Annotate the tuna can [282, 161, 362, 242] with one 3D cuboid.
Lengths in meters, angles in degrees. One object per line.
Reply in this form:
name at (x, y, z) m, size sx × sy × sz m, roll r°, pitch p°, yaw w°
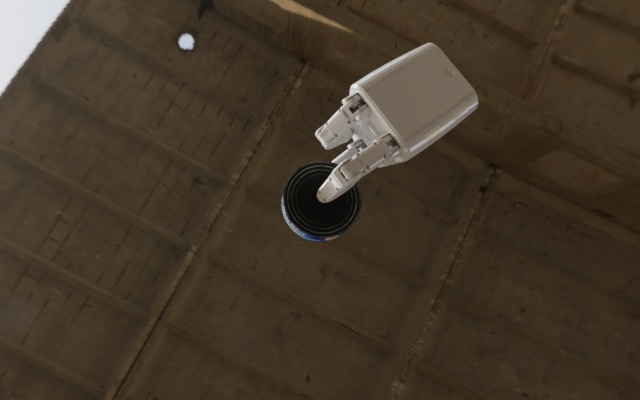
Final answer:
tuna can at (0.000, 0.002, 0.526) m, size 0.086 × 0.086 × 0.034 m, roll 0°, pitch -14°, yaw -9°
